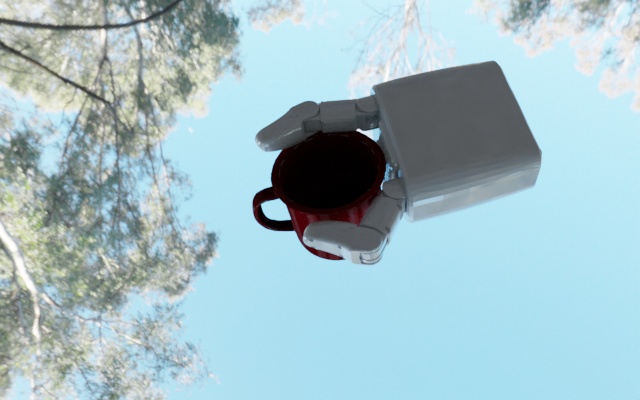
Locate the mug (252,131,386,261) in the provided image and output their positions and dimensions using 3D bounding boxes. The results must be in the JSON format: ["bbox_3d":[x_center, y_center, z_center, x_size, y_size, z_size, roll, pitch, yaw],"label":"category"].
[{"bbox_3d":[-0.001,0.002,0.411,0.117,0.093,0.082,-14,-39,0],"label":"mug"}]
